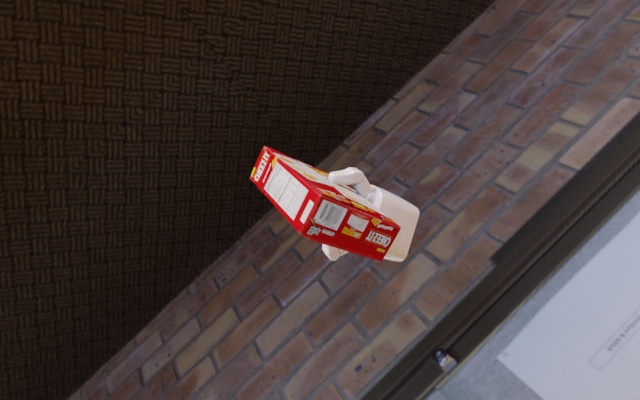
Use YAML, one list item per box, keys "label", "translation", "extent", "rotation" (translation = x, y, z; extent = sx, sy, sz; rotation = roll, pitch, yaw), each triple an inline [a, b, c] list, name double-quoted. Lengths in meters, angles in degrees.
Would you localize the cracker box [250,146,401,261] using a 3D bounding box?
- label: "cracker box"
  translation: [0.000, 0.002, 0.763]
  extent: [0.164, 0.072, 0.213]
  rotation: [21, 12, -35]
